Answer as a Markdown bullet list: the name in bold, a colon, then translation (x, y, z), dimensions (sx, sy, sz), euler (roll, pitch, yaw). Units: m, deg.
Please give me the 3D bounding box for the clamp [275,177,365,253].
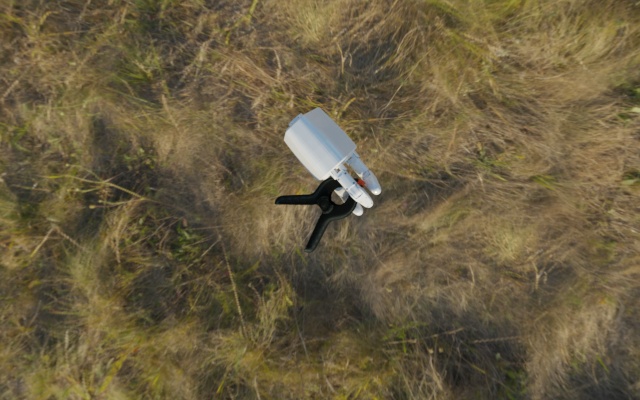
- **clamp**: translation (0.000, 0.003, 0.886), dimensions (0.171, 0.120, 0.039), euler (-42, 2, 10)
